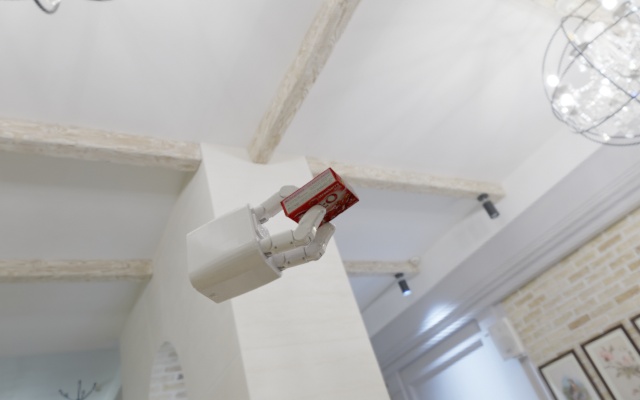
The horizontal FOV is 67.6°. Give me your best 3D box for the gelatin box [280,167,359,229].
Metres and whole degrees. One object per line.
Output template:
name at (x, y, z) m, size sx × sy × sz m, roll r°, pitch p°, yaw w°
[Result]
gelatin box at (0.000, 0.002, 0.669) m, size 0.089 × 0.030 × 0.073 m, roll -35°, pitch -35°, yaw 12°
